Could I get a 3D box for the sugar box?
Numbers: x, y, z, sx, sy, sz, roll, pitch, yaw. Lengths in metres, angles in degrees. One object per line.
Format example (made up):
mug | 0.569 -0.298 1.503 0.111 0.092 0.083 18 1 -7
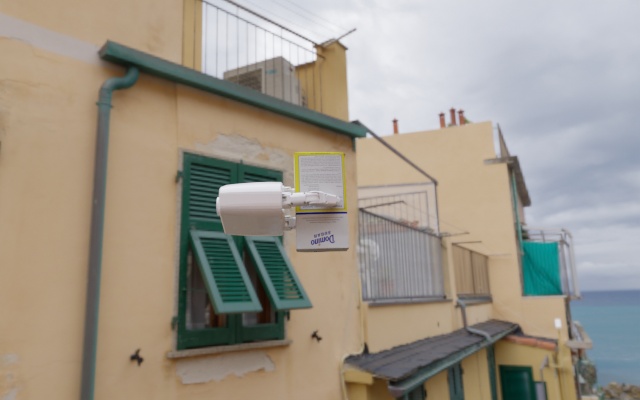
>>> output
sugar box | 0.000 0.003 0.850 0.093 0.176 0.048 0 -11 -4
